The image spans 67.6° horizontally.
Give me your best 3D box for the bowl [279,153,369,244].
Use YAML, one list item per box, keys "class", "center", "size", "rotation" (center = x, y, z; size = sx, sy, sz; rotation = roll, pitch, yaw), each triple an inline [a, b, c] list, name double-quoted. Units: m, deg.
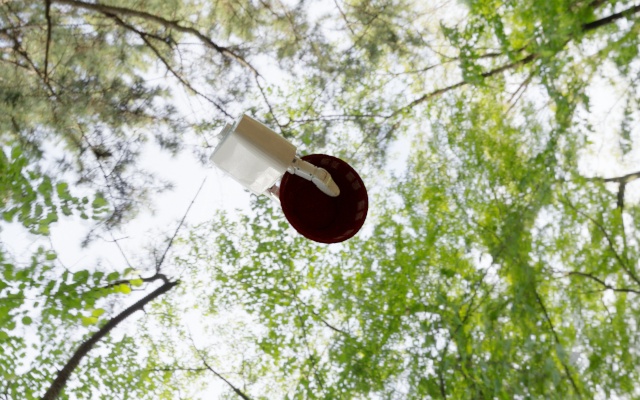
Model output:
- class: "bowl"
  center: [0.001, 0.004, 0.827]
  size: [0.162, 0.162, 0.055]
  rotation: [0, -18, -20]
